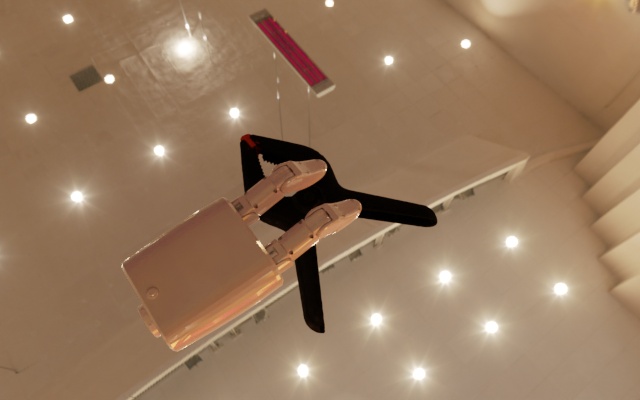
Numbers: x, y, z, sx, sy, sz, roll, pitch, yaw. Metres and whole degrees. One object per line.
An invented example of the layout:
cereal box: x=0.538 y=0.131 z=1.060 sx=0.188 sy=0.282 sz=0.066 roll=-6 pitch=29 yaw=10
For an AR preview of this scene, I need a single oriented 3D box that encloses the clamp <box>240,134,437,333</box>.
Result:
clamp: x=0.000 y=0.002 z=0.478 sx=0.164 sy=0.210 sz=0.036 roll=-33 pitch=-22 yaw=-17
